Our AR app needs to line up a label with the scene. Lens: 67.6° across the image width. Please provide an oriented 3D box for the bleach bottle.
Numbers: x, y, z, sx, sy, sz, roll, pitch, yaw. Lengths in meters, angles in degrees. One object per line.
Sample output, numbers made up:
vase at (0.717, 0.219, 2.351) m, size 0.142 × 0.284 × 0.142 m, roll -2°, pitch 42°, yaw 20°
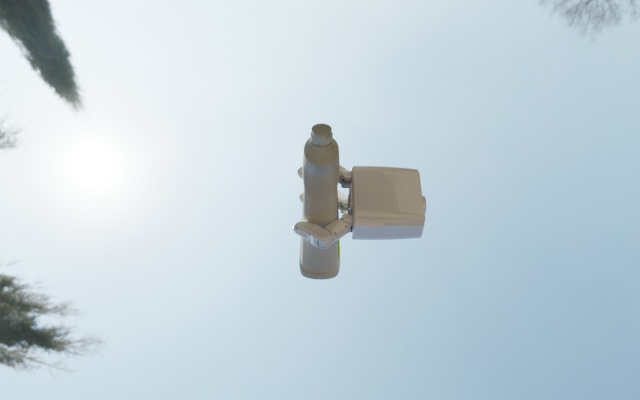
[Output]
bleach bottle at (0.000, 0.002, 0.724) m, size 0.068 × 0.251 × 0.102 m, roll 1°, pitch 42°, yaw 0°
